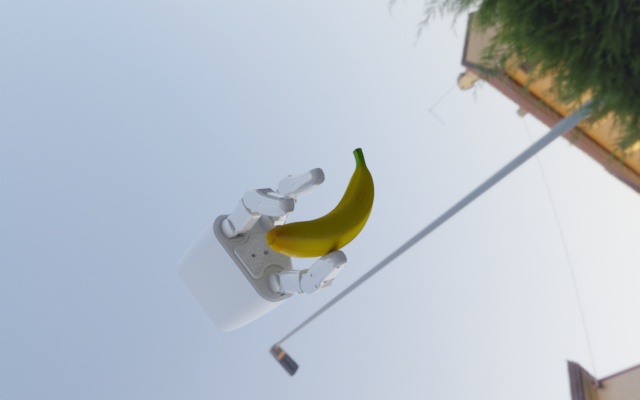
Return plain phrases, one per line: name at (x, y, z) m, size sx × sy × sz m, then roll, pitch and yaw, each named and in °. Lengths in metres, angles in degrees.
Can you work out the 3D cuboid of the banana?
banana at (0.013, 0.014, 0.492) m, size 0.037 × 0.069 × 0.197 m, roll -35°, pitch 7°, yaw 39°
